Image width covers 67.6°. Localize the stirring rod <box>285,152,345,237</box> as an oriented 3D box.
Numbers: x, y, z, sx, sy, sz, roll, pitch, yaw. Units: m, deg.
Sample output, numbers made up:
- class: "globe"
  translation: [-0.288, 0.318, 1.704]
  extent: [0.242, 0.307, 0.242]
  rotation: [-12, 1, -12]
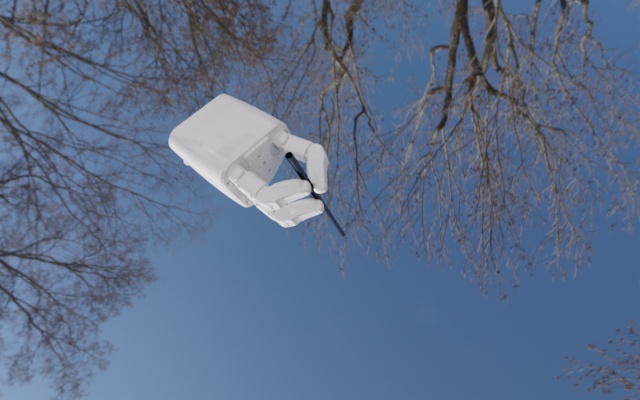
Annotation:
- class: "stirring rod"
  translation: [0.000, 0.002, 0.586]
  extent: [0.011, 0.011, 0.240]
  rotation: [0, -23, 17]
